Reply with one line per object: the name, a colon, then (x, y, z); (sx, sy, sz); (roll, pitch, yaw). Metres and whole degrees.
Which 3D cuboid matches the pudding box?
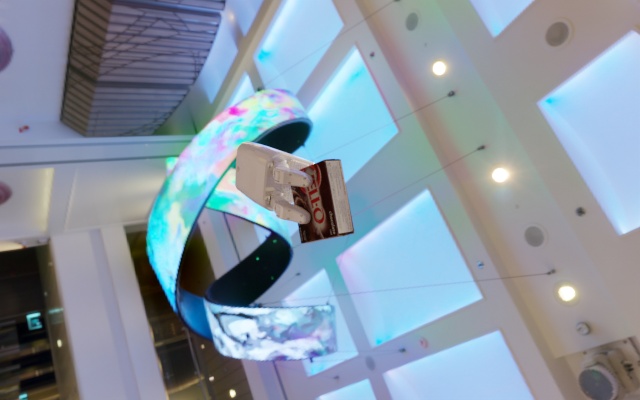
pudding box: (0.000, 0.002, 0.709); (0.039, 0.113, 0.090); (-9, -5, -38)
